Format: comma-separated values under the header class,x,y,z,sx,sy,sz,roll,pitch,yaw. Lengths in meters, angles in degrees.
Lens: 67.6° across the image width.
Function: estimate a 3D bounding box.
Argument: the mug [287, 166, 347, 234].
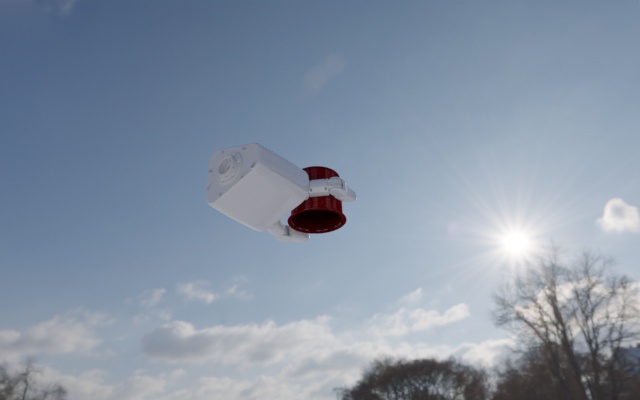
class,x,y,z,sx,sy,sz,roll,pitch,yaw
mug,0.001,0.003,0.777,0.093,0.081,0.117,-19,-32,29
